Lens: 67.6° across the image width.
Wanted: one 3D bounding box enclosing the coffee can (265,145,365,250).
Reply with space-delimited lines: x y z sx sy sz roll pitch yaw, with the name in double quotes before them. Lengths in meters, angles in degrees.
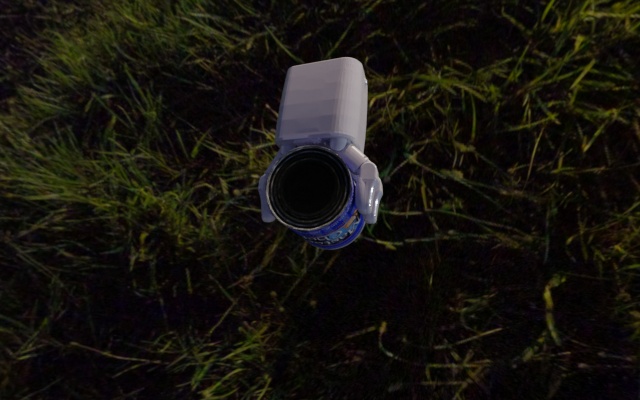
"coffee can" 0.000 0.002 0.610 0.103 0.102 0.140 0 -14 12
